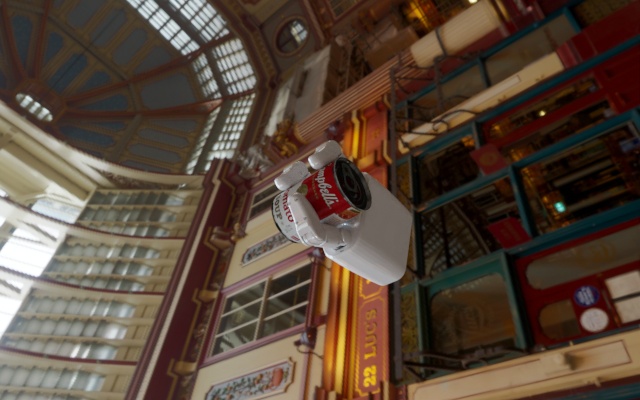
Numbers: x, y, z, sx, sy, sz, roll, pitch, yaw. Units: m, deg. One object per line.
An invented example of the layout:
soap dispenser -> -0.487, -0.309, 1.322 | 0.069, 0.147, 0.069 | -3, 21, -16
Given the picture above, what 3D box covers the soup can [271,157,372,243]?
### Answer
soup can -> 0.000, 0.002, 0.567 | 0.102, 0.068, 0.068 | -29, -16, 30
